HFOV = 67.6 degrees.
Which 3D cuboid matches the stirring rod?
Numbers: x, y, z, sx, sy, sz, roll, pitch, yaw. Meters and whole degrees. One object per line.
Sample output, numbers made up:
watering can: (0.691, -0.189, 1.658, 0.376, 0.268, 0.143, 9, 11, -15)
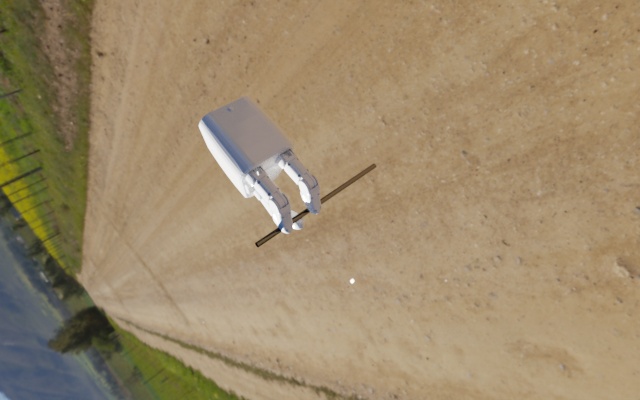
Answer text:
stirring rod: (0.000, 0.002, 0.710, 0.239, 0.011, 0.011, -34, 18, -29)
